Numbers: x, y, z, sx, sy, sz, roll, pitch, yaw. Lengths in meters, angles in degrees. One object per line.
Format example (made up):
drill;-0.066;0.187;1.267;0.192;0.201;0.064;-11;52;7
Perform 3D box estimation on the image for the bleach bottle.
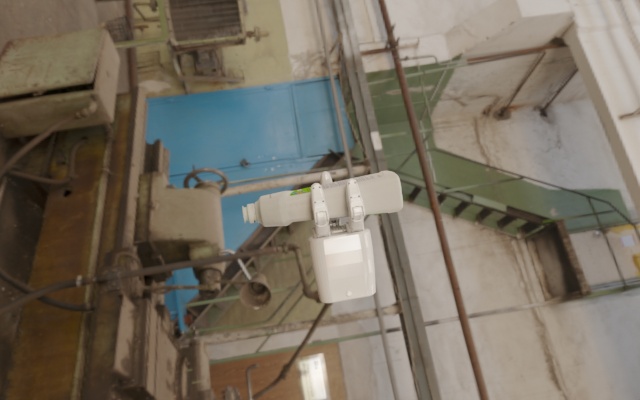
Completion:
bleach bottle;0.000;0.003;0.780;0.251;0.068;0.102;-9;6;-5
